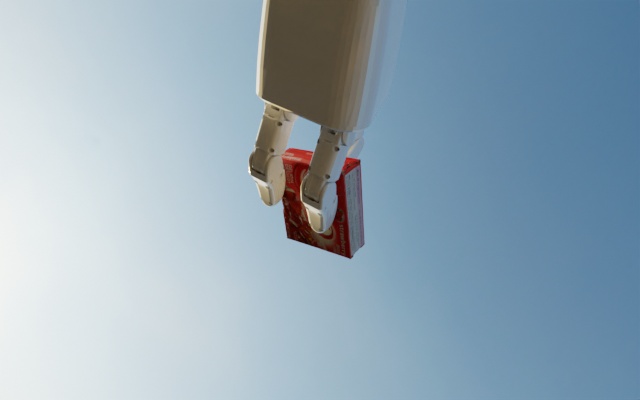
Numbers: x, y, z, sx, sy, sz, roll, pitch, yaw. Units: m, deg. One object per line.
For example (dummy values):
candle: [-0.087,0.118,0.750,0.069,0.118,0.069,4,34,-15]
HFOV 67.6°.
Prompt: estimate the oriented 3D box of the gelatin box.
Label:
gelatin box: [0.000,0.001,0.429,0.073,0.089,0.030,15,36,32]
